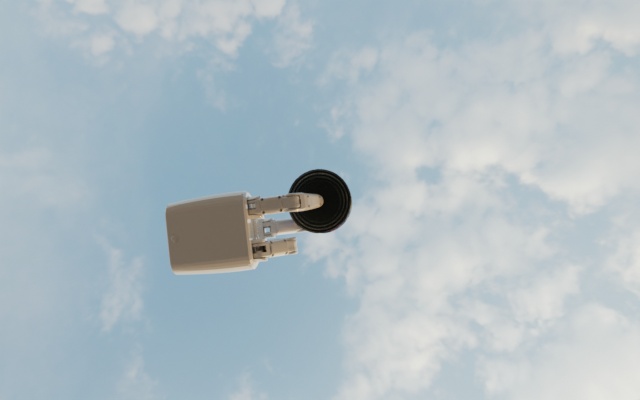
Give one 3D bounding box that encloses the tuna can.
[{"bbox_3d":[0.000,0.002,0.647,0.086,0.086,0.034,0,-5,8],"label":"tuna can"}]
